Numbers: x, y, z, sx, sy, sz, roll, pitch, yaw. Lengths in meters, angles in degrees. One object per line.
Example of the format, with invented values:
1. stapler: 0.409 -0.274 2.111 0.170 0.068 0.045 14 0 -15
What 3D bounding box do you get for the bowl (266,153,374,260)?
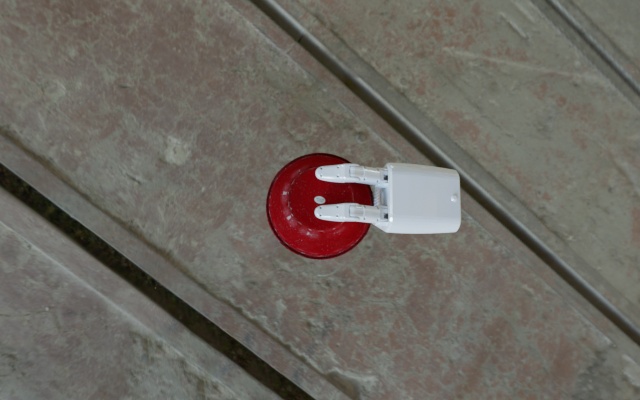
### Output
1. bowl: -0.001 0.002 0.684 0.162 0.162 0.055 0 -11 -1
